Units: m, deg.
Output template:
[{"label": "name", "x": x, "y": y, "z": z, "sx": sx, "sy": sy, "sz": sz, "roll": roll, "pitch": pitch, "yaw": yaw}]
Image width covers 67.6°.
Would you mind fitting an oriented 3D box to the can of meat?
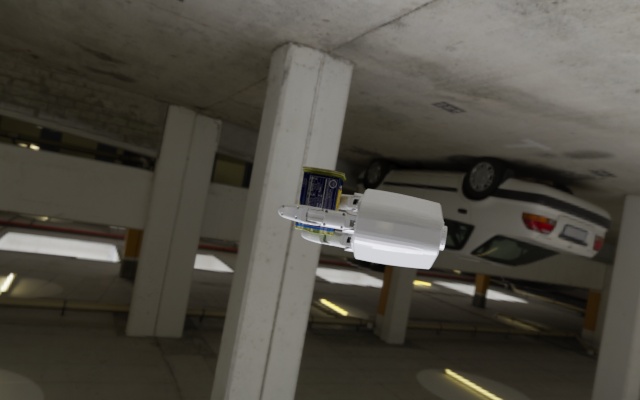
[{"label": "can of meat", "x": 0.000, "y": 0.002, "z": 0.661, "sx": 0.057, "sy": 0.084, "sz": 0.102, "roll": 9, "pitch": -1, "yaw": 5}]
